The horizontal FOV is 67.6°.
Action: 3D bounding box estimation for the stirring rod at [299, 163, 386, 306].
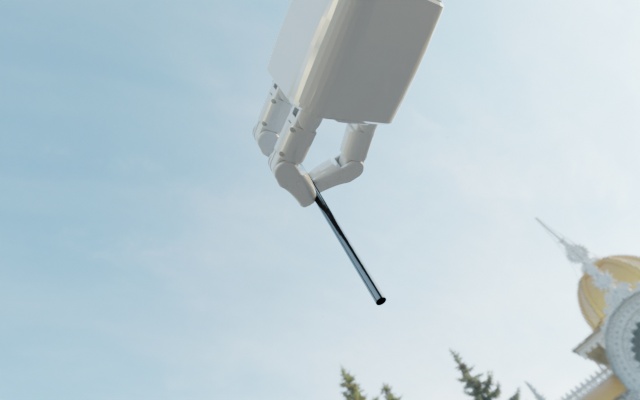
[{"bbox_3d":[0.000,0.001,0.418,0.011,0.011,0.239,0,34,-25],"label":"stirring rod"}]
